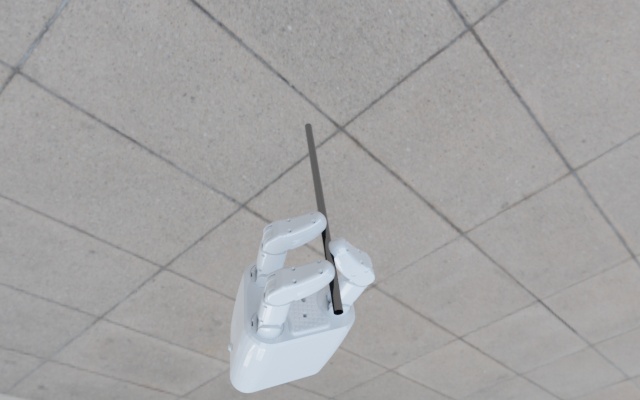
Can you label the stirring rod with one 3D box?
[{"bbox_3d":[0.000,0.001,0.451,0.011,0.011,0.239,-5,45,-5],"label":"stirring rod"}]
